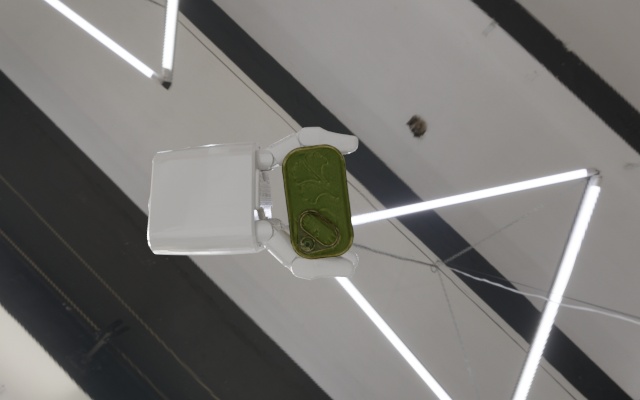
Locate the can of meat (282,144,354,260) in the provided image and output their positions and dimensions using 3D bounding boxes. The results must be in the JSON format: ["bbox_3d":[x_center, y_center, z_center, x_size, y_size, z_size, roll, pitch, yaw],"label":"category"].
[{"bbox_3d":[0.000,0.001,0.467,0.057,0.102,0.084,-7,-1,4],"label":"can of meat"}]
